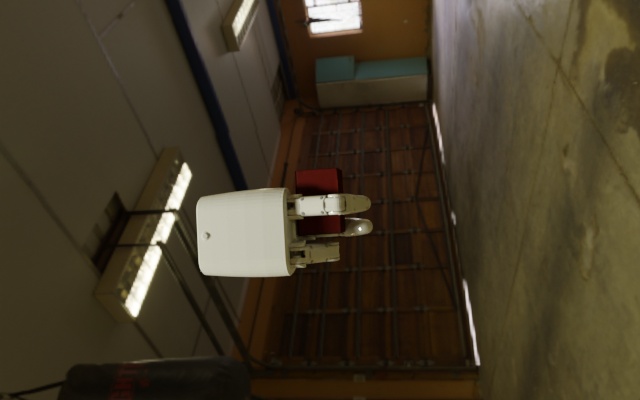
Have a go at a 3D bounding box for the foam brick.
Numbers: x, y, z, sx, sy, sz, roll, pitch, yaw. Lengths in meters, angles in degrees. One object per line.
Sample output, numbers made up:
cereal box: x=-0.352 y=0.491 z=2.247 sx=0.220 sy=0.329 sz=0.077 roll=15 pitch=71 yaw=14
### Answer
foam brick: x=0.000 y=0.002 z=0.568 sx=0.051 sy=0.078 sz=0.053 roll=-3 pitch=-2 yaw=9
